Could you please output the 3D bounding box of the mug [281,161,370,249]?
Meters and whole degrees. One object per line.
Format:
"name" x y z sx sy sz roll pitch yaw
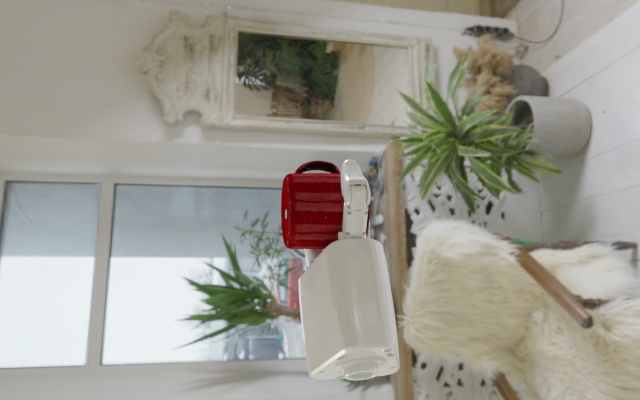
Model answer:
"mug" 0.000 0.000 0.524 0.081 0.117 0.093 0 -36 -11
